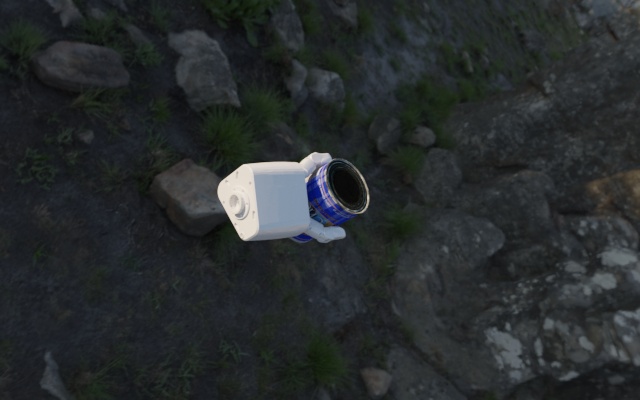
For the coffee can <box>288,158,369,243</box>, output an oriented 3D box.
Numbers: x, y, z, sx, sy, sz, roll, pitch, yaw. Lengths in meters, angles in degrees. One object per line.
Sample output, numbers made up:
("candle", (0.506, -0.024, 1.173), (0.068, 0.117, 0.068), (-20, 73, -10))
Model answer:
("coffee can", (0.000, 0.003, 0.838), (0.103, 0.102, 0.140), (0, -23, -46))
